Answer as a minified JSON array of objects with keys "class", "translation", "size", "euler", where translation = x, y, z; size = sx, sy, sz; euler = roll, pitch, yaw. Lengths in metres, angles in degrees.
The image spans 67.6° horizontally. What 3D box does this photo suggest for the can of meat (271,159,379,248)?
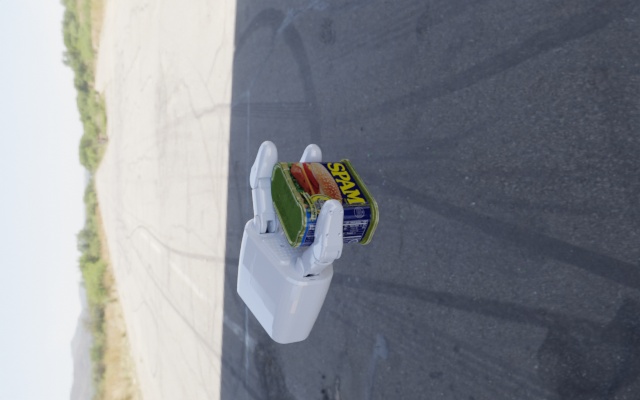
[{"class":"can of meat","translation":[0.000,0.002,0.506],"size":[0.084,0.057,0.102],"euler":[-3,42,-25]}]
